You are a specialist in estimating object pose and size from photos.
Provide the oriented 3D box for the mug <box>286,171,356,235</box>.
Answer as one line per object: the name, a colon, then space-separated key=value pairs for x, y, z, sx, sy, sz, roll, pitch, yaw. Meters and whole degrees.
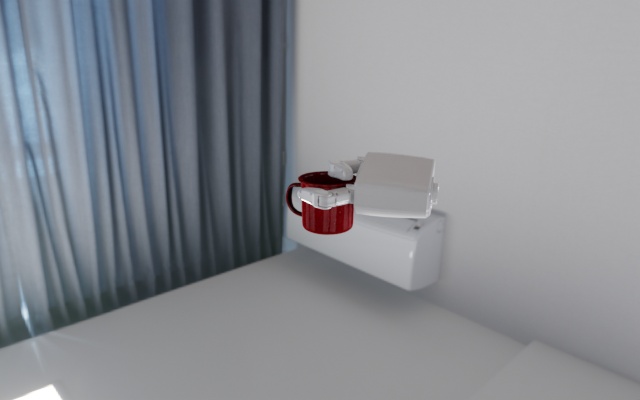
mug: x=-0.001 y=0.003 z=0.751 sx=0.117 sy=0.081 sz=0.093 roll=5 pitch=17 yaw=17
